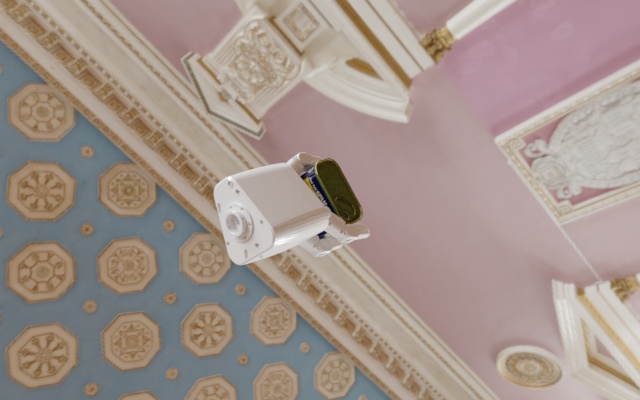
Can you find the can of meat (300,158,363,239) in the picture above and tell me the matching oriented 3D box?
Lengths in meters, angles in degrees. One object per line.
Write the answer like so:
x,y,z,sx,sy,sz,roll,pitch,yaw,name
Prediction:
0.000,0.002,0.707,0.084,0.102,0.057,-31,-4,37,can of meat
